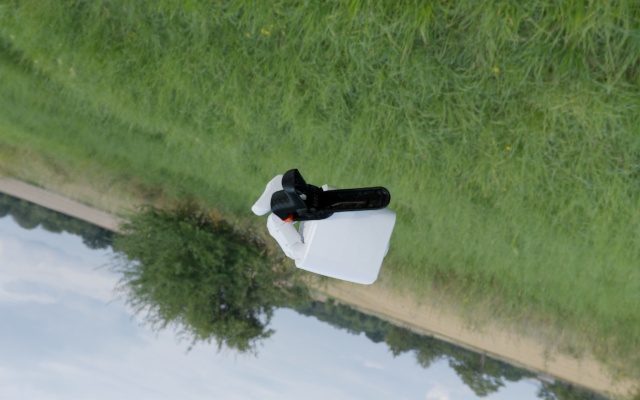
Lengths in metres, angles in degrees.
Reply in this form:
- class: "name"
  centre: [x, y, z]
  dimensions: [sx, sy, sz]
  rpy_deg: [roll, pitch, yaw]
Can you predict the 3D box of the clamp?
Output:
- class: "clamp"
  centre: [0.000, 0.002, 0.551]
  dimensions: [0.120, 0.039, 0.171]
  rpy_deg: [14, -12, -13]
